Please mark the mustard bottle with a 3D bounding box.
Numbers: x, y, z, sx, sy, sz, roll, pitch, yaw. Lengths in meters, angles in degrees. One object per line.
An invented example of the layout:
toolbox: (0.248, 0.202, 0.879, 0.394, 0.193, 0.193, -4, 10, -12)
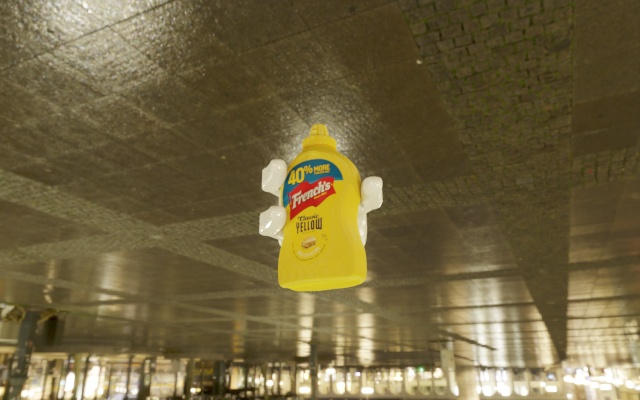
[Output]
mustard bottle: (0.000, 0.002, 0.540, 0.096, 0.191, 0.058, -13, -23, 30)
